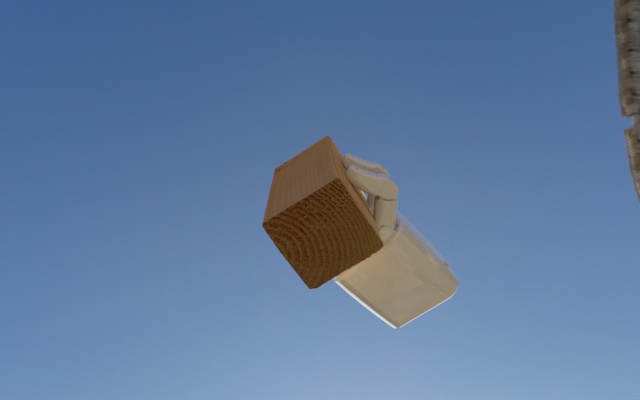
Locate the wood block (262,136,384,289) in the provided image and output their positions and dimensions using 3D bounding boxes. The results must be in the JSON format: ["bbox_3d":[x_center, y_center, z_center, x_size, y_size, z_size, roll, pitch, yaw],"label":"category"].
[{"bbox_3d":[0.000,0.002,0.561,0.091,0.090,0.206,-32,17,8],"label":"wood block"}]
